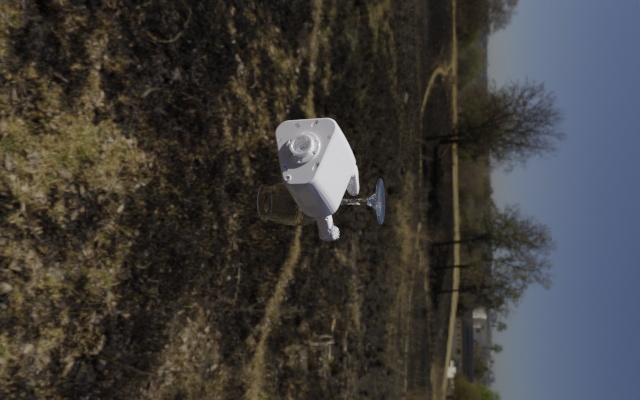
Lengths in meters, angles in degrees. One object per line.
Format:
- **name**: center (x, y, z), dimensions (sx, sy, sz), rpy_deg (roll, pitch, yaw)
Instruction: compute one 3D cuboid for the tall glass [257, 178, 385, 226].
- **tall glass**: center (0.001, 0.003, 0.781), dimensions (0.201, 0.079, 0.079), rpy_deg (-1, 0, 17)
